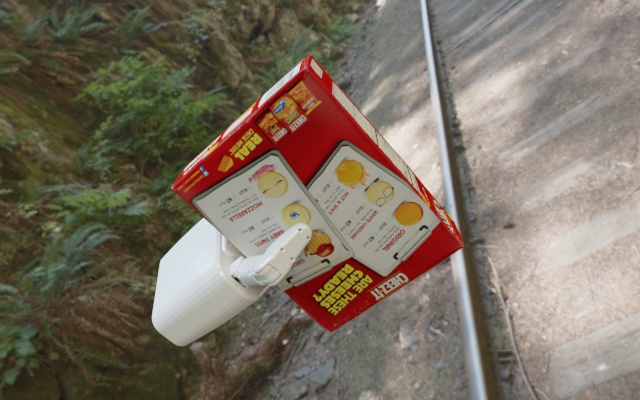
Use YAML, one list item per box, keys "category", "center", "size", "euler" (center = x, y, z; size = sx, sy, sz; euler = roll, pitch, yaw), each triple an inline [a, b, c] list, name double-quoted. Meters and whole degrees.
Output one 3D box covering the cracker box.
- category: "cracker box"
  center: [0.000, 0.001, 0.448]
  size: [0.164, 0.214, 0.072]
  euler: [-38, 20, 20]
